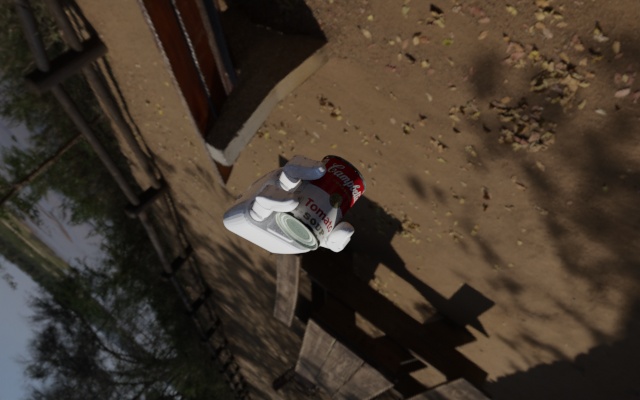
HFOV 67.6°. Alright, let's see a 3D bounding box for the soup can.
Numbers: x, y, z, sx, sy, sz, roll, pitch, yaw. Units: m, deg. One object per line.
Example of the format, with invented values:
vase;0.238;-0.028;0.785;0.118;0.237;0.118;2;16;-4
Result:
soup can;0.000;0.002;0.590;0.102;0.068;0.068;-49;26;-25
